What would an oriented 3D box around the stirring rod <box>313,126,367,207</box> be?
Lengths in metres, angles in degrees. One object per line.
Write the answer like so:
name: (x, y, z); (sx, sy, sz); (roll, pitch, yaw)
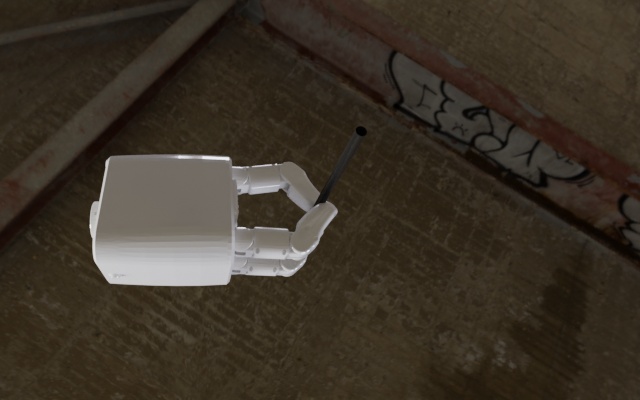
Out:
stirring rod: (0.000, 0.001, 0.429); (0.011, 0.011, 0.240); (0, -24, -14)
